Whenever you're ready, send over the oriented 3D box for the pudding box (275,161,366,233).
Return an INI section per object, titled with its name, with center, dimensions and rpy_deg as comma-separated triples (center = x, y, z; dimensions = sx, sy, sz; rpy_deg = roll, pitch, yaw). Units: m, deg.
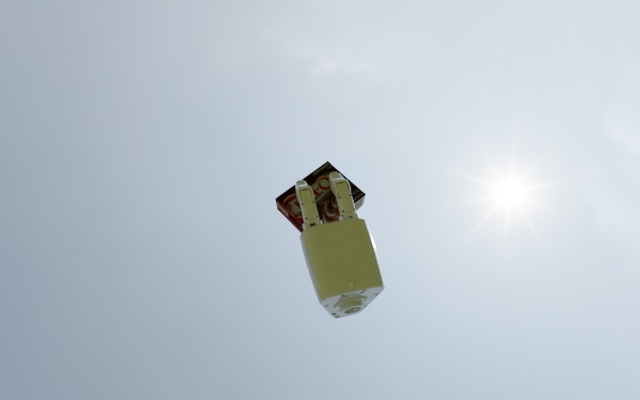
[pudding box]
center = 0.000, 0.003, 0.747
dimensions = 0.113, 0.090, 0.039
rpy_deg = -36, -25, -23
